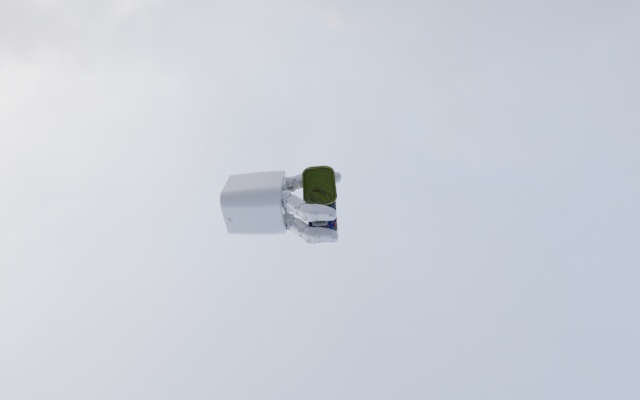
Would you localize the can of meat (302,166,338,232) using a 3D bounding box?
[{"bbox_3d":[0.000,0.003,0.843,0.057,0.084,0.102,-5,42,0],"label":"can of meat"}]
